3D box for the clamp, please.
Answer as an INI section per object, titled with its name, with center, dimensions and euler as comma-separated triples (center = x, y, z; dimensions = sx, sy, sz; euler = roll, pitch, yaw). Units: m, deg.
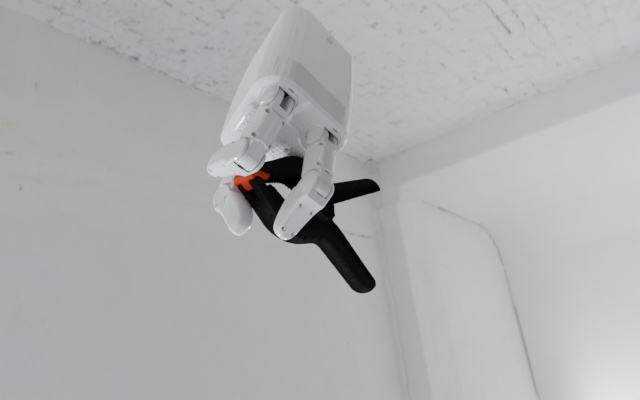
[clamp]
center = -0.001, 0.002, 0.446
dimensions = 0.039, 0.120, 0.171
euler = -23, -46, 37
